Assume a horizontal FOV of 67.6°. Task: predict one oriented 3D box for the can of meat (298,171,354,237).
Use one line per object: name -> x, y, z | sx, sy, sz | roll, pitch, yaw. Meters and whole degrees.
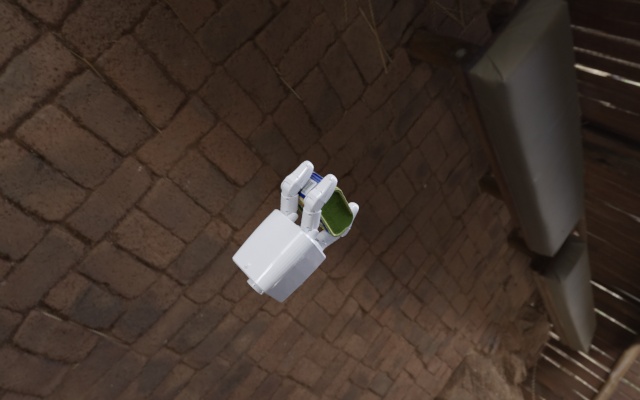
can of meat -> 0.000, 0.003, 0.772 | 0.084, 0.057, 0.102 | 37, -14, 41
